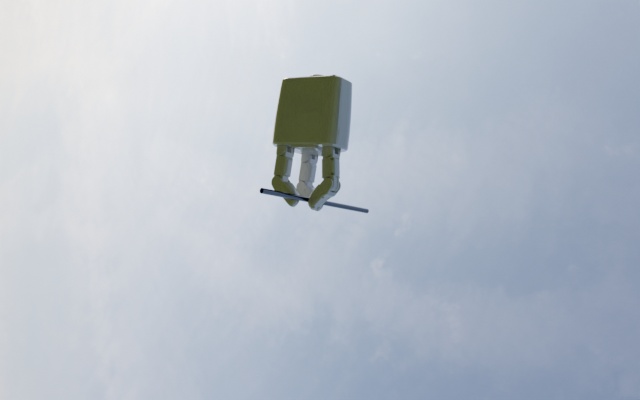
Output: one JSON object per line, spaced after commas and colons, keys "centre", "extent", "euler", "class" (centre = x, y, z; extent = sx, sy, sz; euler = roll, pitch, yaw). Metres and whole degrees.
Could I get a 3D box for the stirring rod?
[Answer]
{"centre": [0.000, 0.002, 0.739], "extent": [0.011, 0.011, 0.239], "euler": [0, -8, 42], "class": "stirring rod"}
